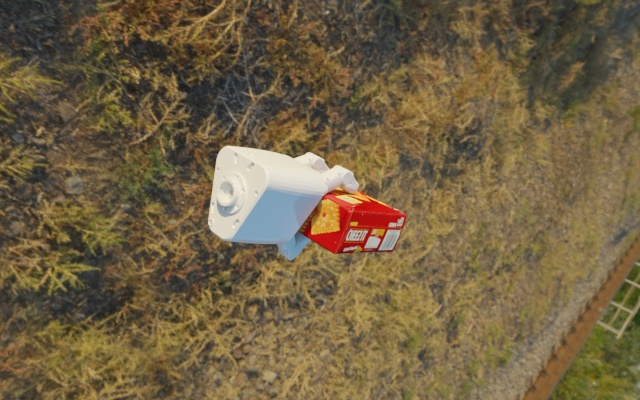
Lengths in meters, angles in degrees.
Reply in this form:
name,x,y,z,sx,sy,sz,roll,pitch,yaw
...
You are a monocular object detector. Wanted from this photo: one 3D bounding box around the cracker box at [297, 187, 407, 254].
name,x,y,z,sx,sy,sz,roll,pitch,yaw
cracker box,0.000,0.003,0.720,0.213,0.072,0.164,30,14,34
